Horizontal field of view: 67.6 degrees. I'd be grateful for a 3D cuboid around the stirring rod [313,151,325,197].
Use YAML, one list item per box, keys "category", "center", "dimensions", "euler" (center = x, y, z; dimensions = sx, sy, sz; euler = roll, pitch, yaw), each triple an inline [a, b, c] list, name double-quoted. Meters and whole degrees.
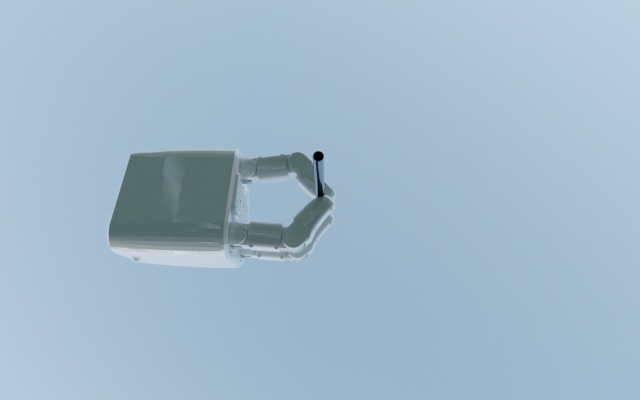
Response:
- category: "stirring rod"
  center: [0.000, 0.001, 0.455]
  dimensions: [0.011, 0.011, 0.239]
  euler: [0, -16, 1]
